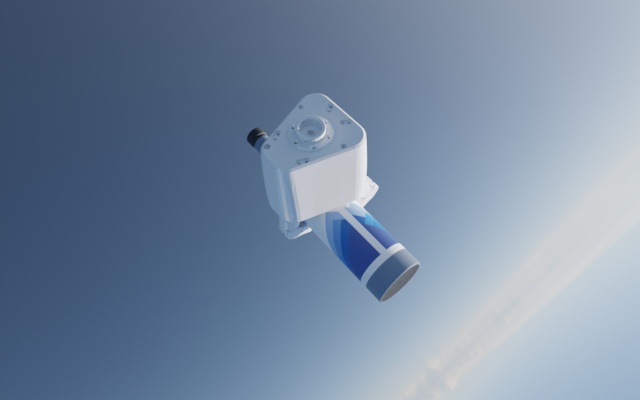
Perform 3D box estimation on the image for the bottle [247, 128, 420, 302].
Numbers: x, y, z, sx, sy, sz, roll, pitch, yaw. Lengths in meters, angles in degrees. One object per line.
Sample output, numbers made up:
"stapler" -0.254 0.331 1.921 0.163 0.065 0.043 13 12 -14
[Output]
"bottle" 0.000 0.002 0.624 0.295 0.069 0.069 45 22 24
